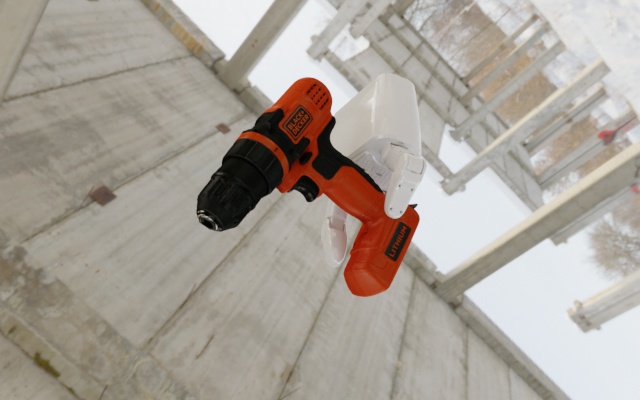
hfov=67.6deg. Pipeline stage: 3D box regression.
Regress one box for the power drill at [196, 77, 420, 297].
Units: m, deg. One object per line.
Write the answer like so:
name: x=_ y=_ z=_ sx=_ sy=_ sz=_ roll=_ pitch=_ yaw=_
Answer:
power drill: x=0.000 y=0.002 z=0.435 sx=0.188 sy=0.184 sz=0.057 roll=47 pitch=-36 yaw=-19
